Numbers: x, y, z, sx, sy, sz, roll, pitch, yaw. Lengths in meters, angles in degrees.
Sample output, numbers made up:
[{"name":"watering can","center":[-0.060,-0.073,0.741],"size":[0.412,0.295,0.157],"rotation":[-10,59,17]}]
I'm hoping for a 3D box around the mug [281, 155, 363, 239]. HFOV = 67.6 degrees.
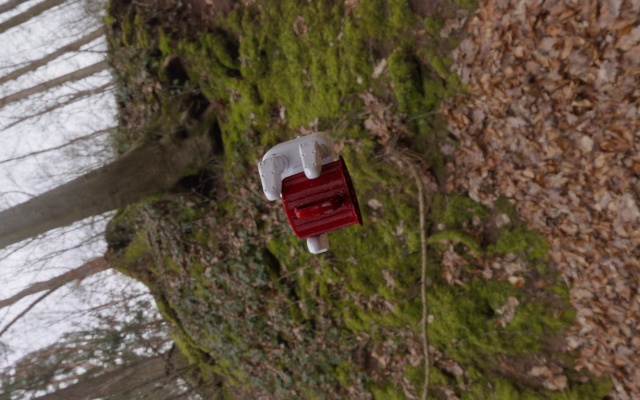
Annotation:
[{"name":"mug","center":[0.000,0.002,0.584],"size":[0.081,0.093,0.117],"rotation":[-17,12,8]}]
